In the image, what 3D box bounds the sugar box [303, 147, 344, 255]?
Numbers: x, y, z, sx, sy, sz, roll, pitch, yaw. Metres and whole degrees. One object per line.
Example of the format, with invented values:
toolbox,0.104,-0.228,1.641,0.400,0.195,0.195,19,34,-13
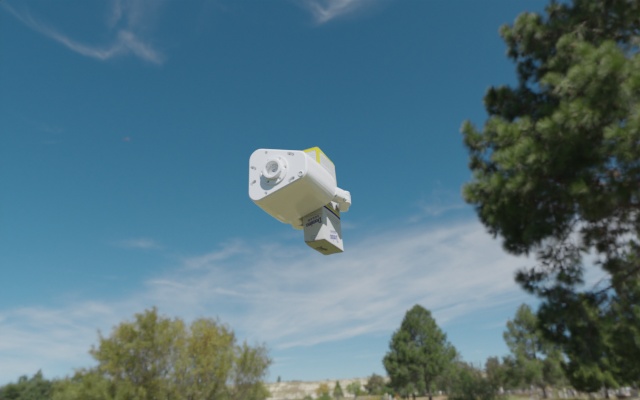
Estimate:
sugar box,0.000,0.003,0.865,0.048,0.176,0.093,-11,-24,21
